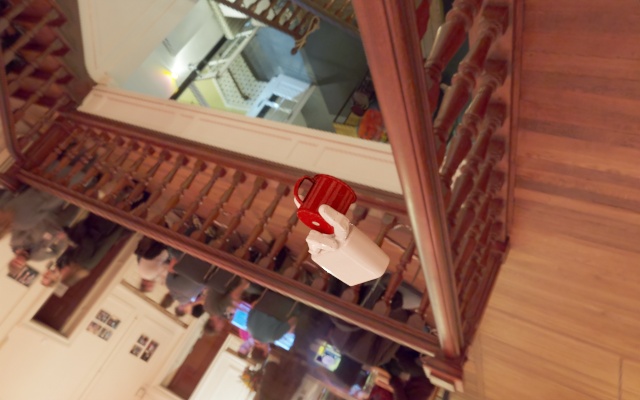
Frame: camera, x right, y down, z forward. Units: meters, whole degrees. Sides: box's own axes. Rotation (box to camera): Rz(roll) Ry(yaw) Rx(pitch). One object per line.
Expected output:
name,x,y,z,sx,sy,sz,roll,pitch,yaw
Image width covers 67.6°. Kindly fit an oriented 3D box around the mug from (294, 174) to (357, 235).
mug,-0.001,0.002,0.885,0.117,0.081,0.093,39,-25,-21
